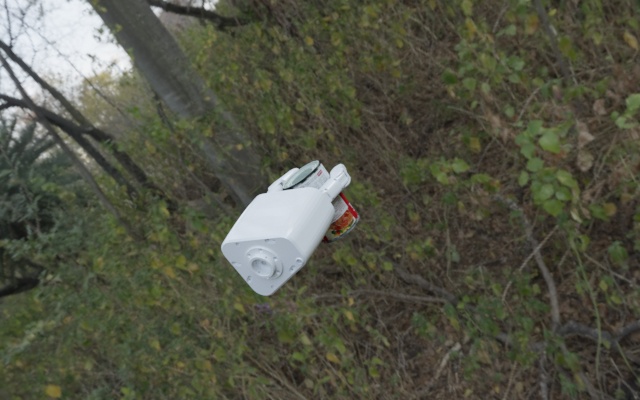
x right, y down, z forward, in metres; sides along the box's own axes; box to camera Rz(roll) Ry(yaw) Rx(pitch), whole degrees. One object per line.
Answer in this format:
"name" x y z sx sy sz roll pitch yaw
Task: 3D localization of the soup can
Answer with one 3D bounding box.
"soup can" 0.000 0.002 0.691 0.068 0.102 0.068 -33 17 11
